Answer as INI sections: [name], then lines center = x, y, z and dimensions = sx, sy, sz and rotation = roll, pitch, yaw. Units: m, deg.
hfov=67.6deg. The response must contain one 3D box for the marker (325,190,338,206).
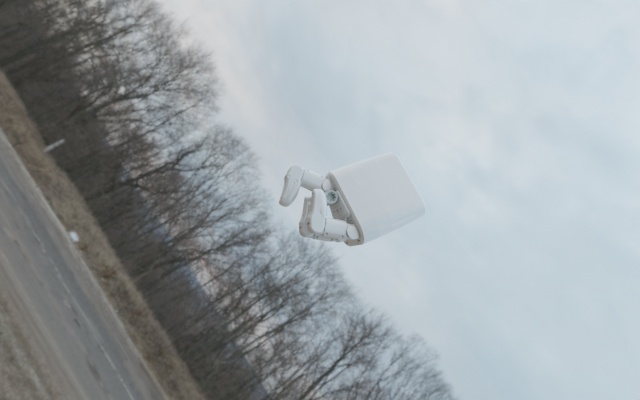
[marker]
center = 0.000, 0.002, 0.702
dimensions = 0.020, 0.020, 0.121
rotation = 0, -7, -14
